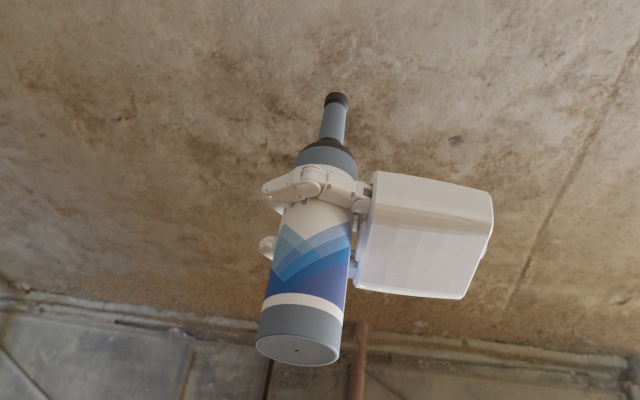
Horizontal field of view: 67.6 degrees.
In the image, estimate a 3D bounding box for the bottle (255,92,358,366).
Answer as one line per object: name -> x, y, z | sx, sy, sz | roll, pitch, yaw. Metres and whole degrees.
bottle -> 0.000, 0.002, 0.459 | 0.069, 0.295, 0.069 | 6, -37, 4
